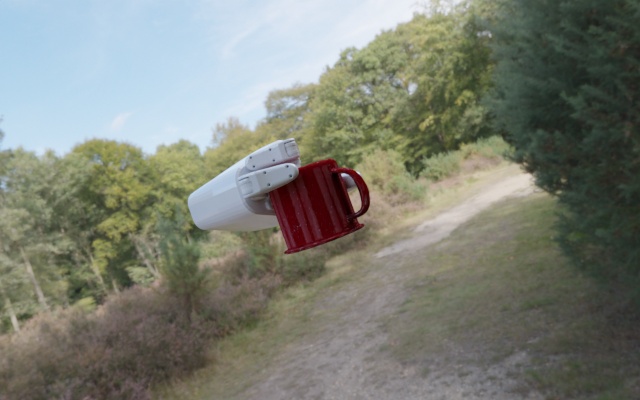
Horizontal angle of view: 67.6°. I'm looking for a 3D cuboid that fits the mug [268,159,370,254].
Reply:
[{"bbox_3d":[0.001,0.001,0.513,0.117,0.081,0.093,-20,0,38],"label":"mug"}]
